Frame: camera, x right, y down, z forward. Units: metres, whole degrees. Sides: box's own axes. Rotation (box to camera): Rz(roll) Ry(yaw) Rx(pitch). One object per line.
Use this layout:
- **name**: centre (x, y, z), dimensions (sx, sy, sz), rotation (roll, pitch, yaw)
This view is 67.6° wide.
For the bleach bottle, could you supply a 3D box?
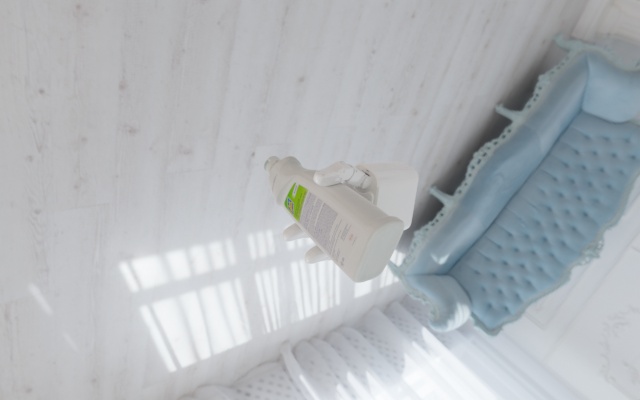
- **bleach bottle**: centre (0.000, 0.002, 0.684), dimensions (0.068, 0.103, 0.250), rotation (-8, 39, -42)
